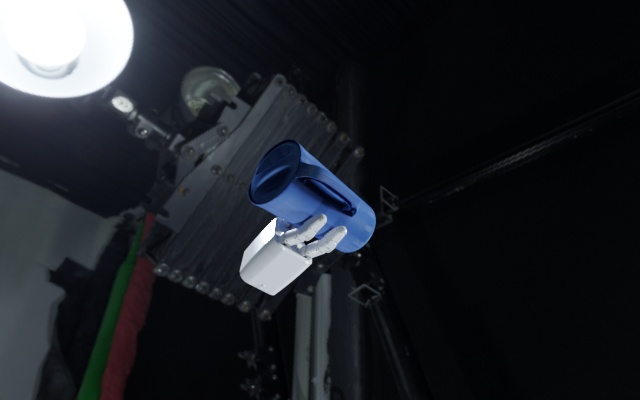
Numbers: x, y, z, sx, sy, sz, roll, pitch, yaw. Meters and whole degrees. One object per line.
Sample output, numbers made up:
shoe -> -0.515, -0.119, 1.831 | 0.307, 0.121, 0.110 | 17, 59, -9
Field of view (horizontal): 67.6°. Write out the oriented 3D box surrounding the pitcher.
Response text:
pitcher -> 0.000, 0.003, 0.892 | 0.243, 0.145, 0.149 | 35, 19, -35
